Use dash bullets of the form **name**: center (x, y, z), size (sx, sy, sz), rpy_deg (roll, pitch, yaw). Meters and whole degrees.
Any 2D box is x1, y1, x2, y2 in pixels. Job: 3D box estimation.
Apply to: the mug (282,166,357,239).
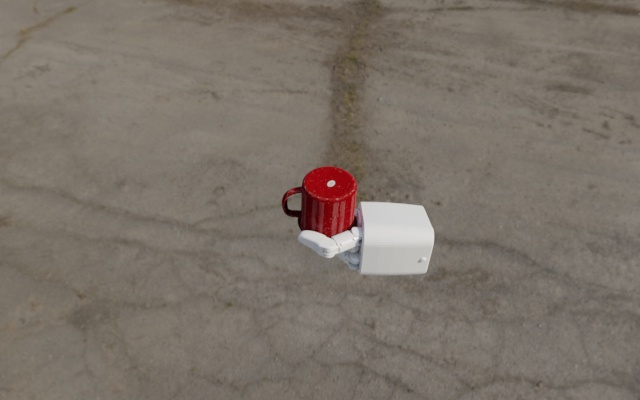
- **mug**: center (-0.001, 0.002, 0.722), size (0.117, 0.082, 0.093), rpy_deg (2, 42, -1)
